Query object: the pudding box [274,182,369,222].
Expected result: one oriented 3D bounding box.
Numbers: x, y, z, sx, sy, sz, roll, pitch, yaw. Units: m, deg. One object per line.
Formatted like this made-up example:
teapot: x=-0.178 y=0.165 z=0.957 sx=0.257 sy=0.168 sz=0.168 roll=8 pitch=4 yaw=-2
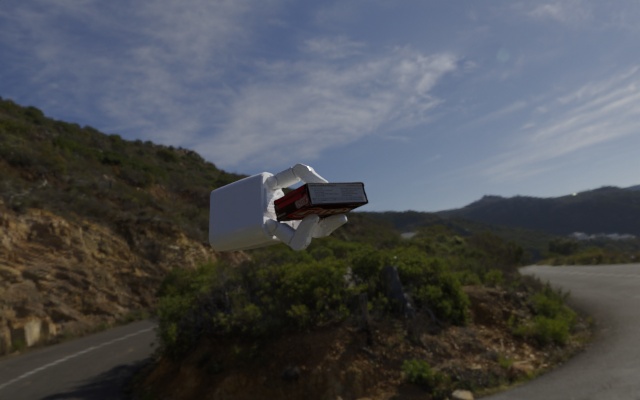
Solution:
pudding box: x=0.000 y=0.002 z=0.715 sx=0.113 sy=0.039 sz=0.090 roll=-5 pitch=-13 yaw=-39
